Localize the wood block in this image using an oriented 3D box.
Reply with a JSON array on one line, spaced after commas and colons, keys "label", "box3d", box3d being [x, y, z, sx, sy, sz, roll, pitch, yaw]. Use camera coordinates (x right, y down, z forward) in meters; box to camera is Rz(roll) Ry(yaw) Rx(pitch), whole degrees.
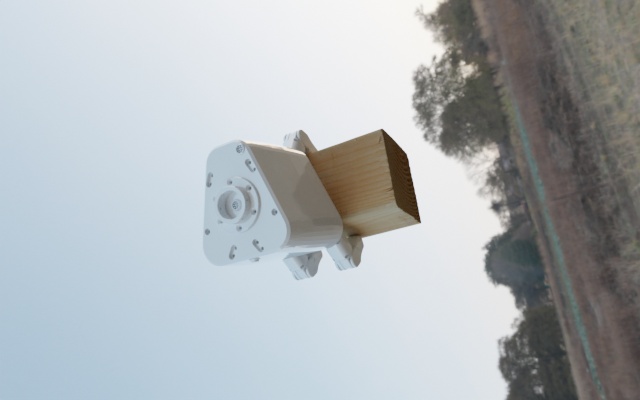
[{"label": "wood block", "box3d": [0.000, 0.001, 0.561, 0.206, 0.090, 0.090, -16, -21, 24]}]
